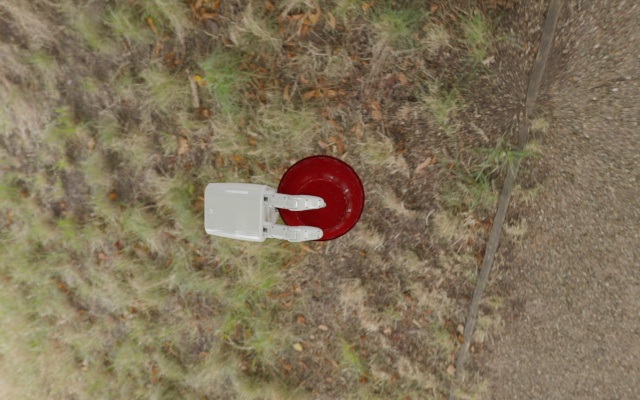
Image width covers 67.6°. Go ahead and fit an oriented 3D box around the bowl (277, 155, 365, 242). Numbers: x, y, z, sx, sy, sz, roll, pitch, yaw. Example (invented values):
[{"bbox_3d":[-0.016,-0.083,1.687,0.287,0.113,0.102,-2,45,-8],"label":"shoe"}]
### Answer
[{"bbox_3d":[0.001,0.003,0.842,0.162,0.162,0.055,0,12,0],"label":"bowl"}]
